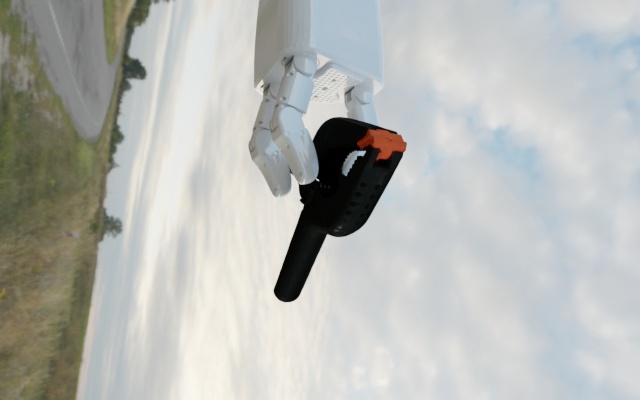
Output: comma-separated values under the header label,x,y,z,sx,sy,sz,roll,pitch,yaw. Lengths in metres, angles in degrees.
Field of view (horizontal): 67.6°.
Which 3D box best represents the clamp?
label,x,y,z,sx,sy,sz,roll,pitch,yaw
clamp,0.001,0.001,0.401,0.036,0.164,0.210,3,-12,-26
